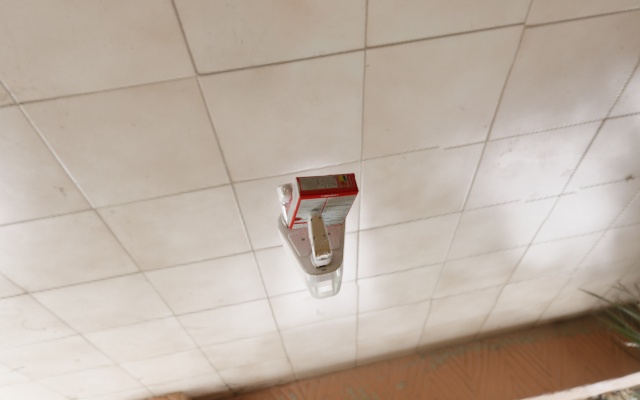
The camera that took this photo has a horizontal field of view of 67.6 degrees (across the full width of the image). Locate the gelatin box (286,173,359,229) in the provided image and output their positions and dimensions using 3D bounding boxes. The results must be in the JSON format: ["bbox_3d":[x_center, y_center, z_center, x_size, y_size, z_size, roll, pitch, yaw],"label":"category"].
[{"bbox_3d":[0.000,0.002,0.589,0.073,0.030,0.089,-5,-28,-15],"label":"gelatin box"}]
